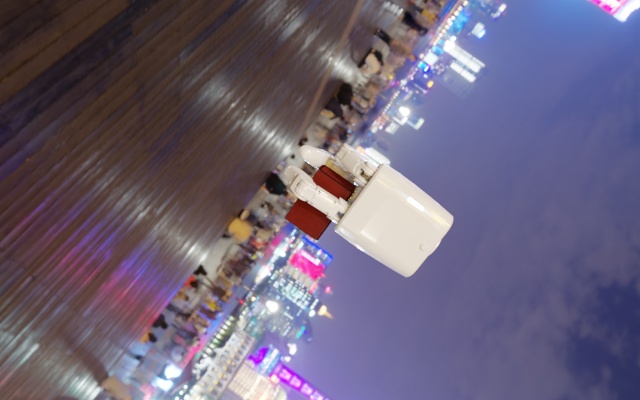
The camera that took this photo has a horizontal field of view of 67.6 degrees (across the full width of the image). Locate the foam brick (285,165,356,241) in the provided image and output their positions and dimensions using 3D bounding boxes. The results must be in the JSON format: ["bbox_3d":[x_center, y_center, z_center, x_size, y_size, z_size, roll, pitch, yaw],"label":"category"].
[{"bbox_3d":[0.000,0.002,0.598,0.051,0.078,0.053,36,13,-1],"label":"foam brick"}]
